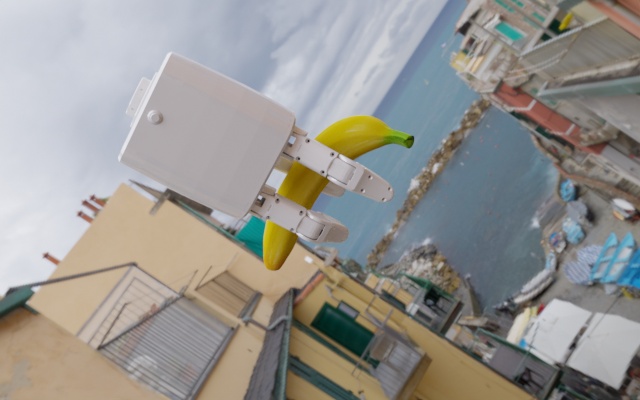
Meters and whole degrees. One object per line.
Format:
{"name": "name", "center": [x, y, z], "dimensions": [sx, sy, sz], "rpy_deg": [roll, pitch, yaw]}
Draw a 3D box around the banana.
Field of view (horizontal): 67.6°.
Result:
{"name": "banana", "center": [-0.004, -0.015, 0.446], "dimensions": [0.037, 0.069, 0.198], "rpy_deg": [16, -50, -42]}
